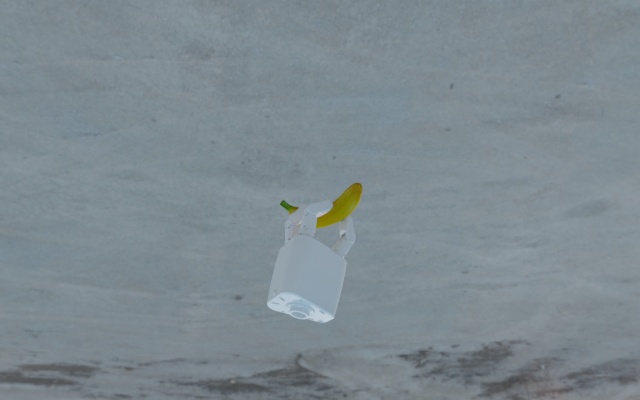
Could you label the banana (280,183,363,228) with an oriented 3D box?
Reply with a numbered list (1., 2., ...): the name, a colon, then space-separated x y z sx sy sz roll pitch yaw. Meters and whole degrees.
1. banana: 0.008 0.017 0.882 0.198 0.070 0.037 -14 34 39
